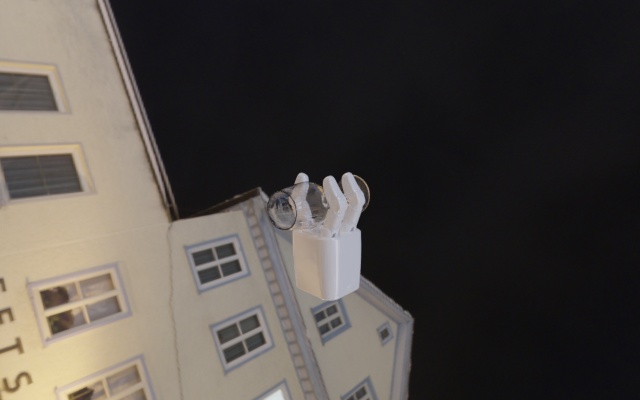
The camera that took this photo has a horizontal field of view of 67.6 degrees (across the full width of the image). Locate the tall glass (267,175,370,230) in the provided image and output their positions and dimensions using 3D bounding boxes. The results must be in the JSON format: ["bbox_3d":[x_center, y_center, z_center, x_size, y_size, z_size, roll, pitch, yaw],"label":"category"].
[{"bbox_3d":[0.000,0.002,0.813,0.079,0.079,0.201,0,7,38],"label":"tall glass"}]
